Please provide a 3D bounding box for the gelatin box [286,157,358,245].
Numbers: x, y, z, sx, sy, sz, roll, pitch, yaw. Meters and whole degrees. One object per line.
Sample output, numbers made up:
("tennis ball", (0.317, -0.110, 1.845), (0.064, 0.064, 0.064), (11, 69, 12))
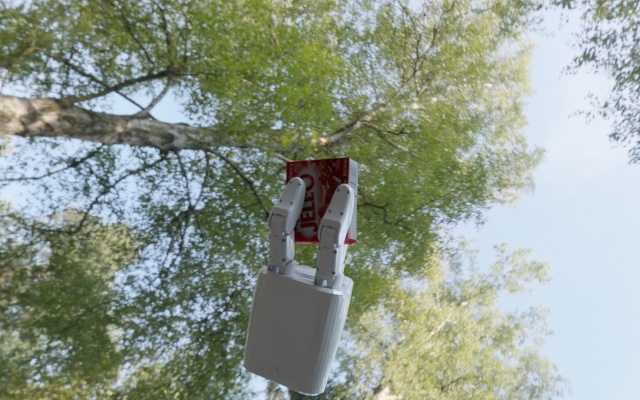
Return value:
("gelatin box", (0.000, 0.001, 0.503), (0.073, 0.089, 0.030), (-2, -10, 24))
